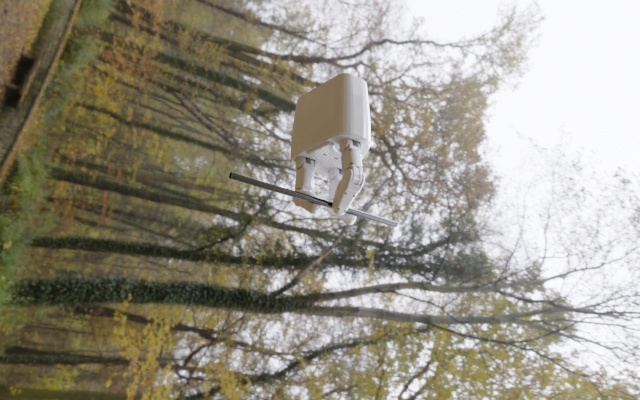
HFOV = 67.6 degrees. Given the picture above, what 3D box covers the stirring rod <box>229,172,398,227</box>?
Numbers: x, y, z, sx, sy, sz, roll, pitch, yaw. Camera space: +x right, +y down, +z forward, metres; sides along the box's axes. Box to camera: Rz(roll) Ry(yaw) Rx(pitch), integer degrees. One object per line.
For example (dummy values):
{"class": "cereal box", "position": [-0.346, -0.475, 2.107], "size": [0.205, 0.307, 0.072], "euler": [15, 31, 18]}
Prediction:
{"class": "stirring rod", "position": [0.000, 0.002, 0.600], "size": [0.239, 0.011, 0.011], "euler": [17, -8, -26]}
